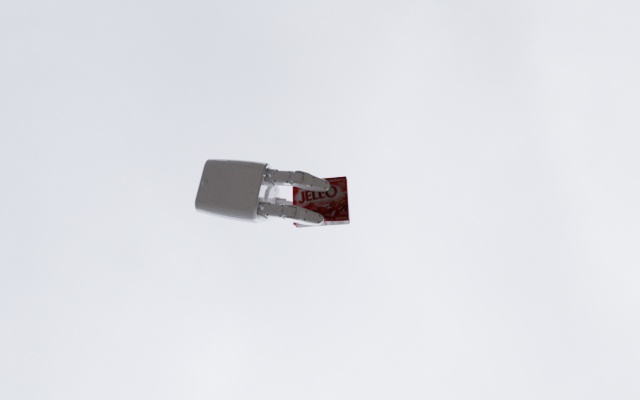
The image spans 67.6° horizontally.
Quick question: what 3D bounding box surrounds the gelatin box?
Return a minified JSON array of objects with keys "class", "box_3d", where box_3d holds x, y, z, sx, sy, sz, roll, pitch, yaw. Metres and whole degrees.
[{"class":"gelatin box","box_3d":[0.001,0.003,0.756,0.089,0.073,0.030,-4,-17,6]}]
